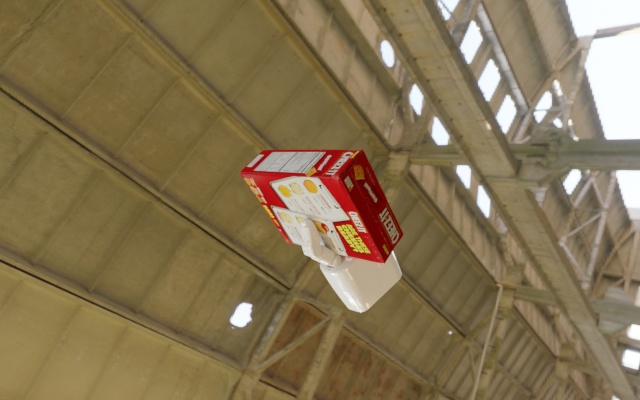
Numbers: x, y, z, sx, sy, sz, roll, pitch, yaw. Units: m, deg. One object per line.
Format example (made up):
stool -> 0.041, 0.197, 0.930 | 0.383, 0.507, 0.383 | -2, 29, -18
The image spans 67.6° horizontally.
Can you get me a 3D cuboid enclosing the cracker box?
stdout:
cracker box -> 0.000, 0.002, 0.729 | 0.213, 0.164, 0.072 | 6, 46, 44
